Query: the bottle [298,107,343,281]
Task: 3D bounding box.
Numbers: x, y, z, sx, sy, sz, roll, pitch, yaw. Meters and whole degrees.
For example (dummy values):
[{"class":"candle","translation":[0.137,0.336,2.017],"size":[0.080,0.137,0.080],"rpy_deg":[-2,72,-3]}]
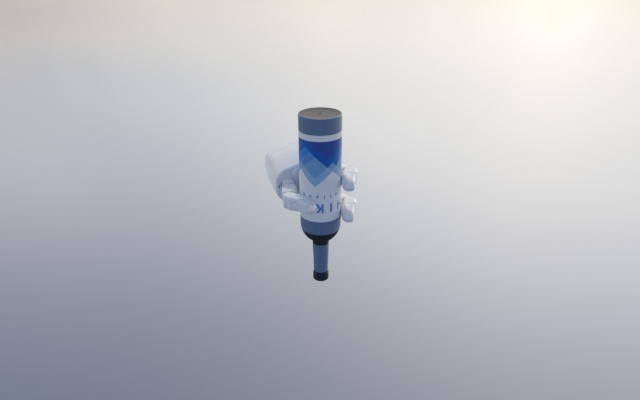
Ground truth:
[{"class":"bottle","translation":[0.000,0.002,0.769],"size":[0.069,0.296,0.069],"rpy_deg":[0,27,0]}]
